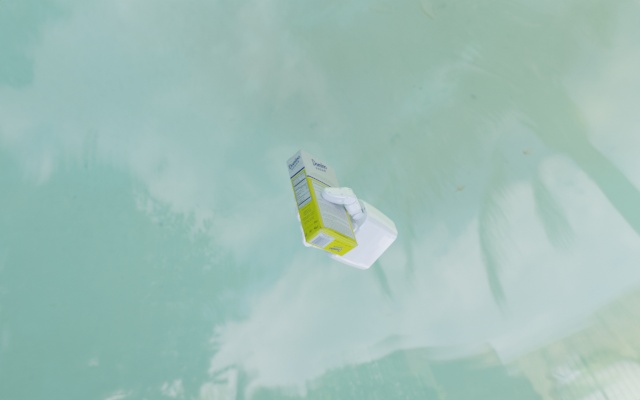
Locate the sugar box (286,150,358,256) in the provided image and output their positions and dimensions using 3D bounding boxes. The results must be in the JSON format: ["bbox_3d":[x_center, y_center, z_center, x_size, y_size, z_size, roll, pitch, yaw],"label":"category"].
[{"bbox_3d":[0.000,0.003,0.820,0.048,0.176,0.093,-39,-43,24],"label":"sugar box"}]
